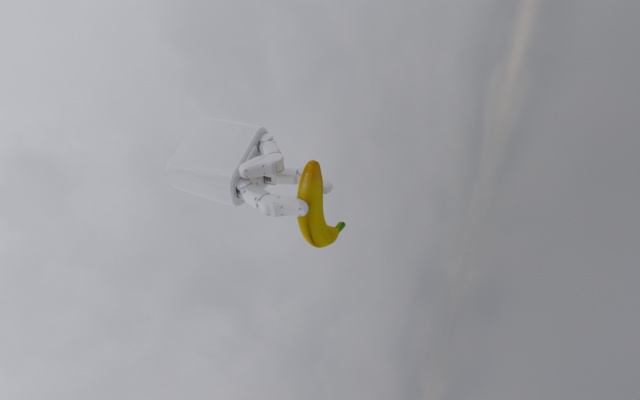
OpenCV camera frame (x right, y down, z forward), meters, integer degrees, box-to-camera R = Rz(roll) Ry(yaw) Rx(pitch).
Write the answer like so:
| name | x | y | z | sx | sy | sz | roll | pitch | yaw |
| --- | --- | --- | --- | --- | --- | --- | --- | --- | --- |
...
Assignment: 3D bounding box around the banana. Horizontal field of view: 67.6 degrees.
| name | x | y | z | sx | sy | sz | roll | pitch | yaw |
| --- | --- | --- | --- | --- | --- | --- | --- | --- | --- |
| banana | -0.005 | 0.020 | 0.659 | 0.037 | 0.069 | 0.198 | 13 | -23 | 18 |
